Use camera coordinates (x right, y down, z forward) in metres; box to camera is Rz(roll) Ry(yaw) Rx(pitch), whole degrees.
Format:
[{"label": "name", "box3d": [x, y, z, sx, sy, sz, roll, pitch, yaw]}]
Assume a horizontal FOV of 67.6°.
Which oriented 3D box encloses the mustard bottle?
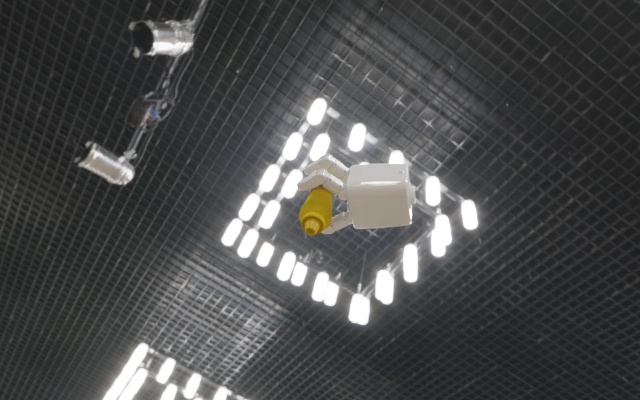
[{"label": "mustard bottle", "box3d": [0.000, 0.003, 0.885, 0.058, 0.096, 0.191, 18, 34, 0]}]
